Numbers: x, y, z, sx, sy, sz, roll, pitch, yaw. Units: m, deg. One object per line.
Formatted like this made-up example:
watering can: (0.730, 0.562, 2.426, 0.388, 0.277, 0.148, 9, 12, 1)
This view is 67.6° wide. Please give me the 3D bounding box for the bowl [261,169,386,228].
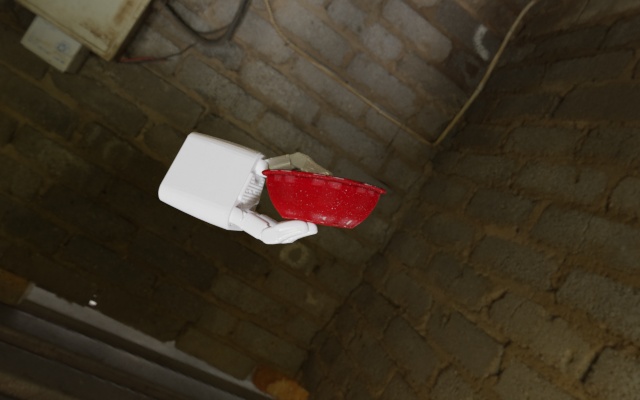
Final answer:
bowl: (0.001, 0.003, 0.610, 0.162, 0.055, 0.162, 9, -4, 1)
